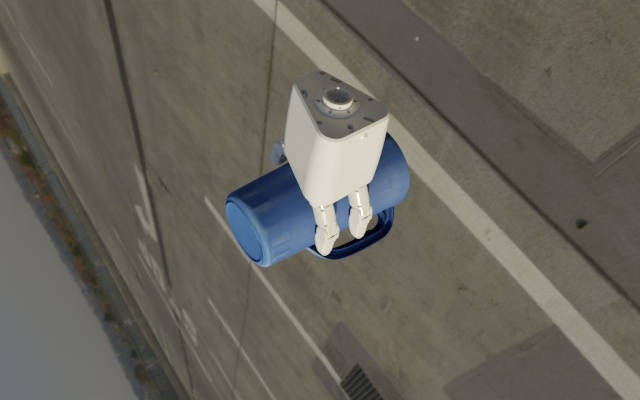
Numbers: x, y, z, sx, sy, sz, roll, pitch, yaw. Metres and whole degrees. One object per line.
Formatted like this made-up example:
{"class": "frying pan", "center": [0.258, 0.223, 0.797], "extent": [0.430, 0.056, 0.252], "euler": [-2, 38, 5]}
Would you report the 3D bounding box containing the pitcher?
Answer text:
{"class": "pitcher", "center": [0.000, 0.002, 0.671], "extent": [0.243, 0.149, 0.145], "euler": [-27, -26, -27]}
